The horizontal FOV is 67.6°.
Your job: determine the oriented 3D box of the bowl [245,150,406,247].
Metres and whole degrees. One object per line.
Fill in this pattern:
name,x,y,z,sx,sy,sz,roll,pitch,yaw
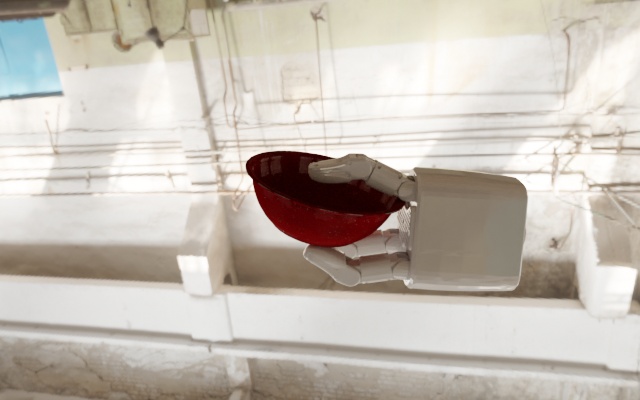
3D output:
bowl,-0.001,0.002,0.482,0.162,0.055,0.162,12,21,-5
